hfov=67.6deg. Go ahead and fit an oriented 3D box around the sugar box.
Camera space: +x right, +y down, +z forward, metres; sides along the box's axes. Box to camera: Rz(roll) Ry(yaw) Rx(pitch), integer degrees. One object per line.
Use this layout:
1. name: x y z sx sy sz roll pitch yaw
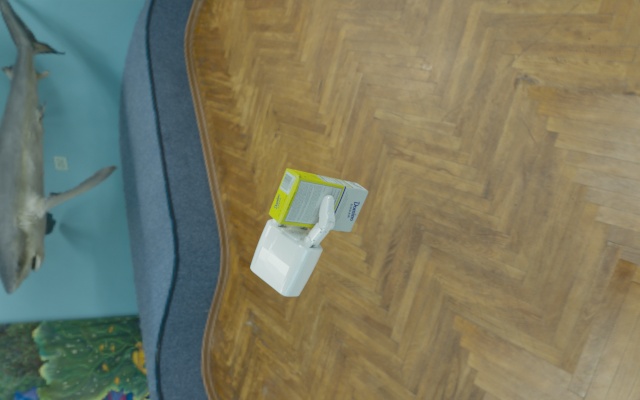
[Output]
1. sugar box: 0.000 0.003 0.877 0.176 0.093 0.048 9 20 -44
